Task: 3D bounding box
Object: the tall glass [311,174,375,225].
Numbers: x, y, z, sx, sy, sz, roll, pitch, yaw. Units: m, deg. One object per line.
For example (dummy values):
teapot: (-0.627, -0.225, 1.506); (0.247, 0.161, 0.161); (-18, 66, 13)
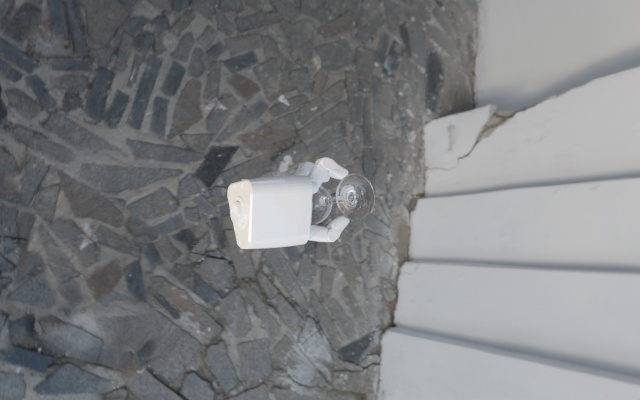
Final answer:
tall glass: (0.001, 0.003, 0.820); (0.079, 0.079, 0.201); (0, -4, -33)
